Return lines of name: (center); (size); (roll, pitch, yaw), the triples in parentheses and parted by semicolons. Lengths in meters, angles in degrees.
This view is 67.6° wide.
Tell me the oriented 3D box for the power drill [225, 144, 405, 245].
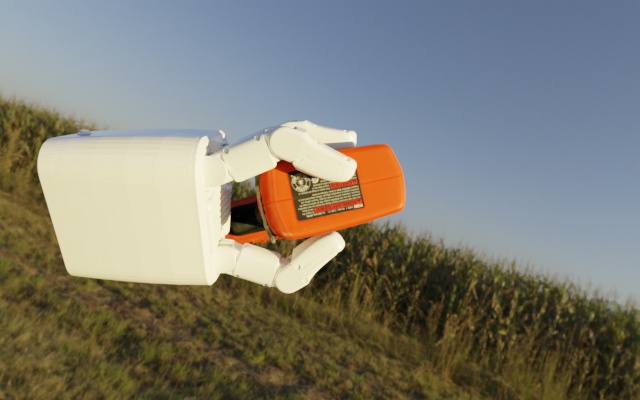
power drill: (0.000, 0.001, 0.422); (0.184, 0.057, 0.188); (-14, -5, -18)
